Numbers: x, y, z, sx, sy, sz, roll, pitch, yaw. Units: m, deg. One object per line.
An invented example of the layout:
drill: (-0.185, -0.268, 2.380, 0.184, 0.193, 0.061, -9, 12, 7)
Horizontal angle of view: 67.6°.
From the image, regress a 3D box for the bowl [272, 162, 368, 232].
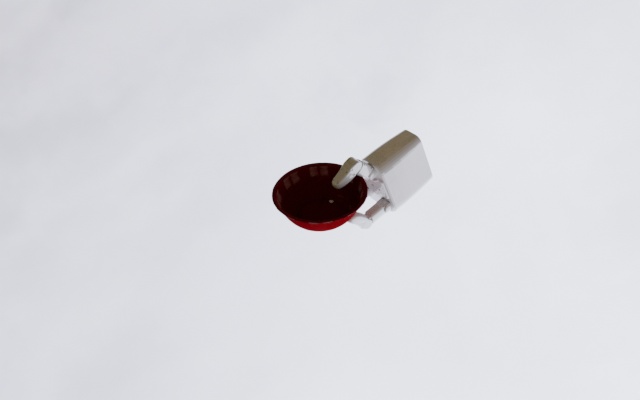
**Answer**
bowl: (-0.001, 0.003, 0.818, 0.162, 0.055, 0.162, -2, 40, 2)
